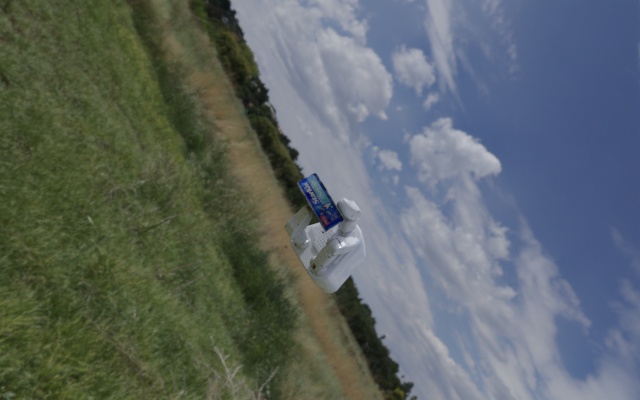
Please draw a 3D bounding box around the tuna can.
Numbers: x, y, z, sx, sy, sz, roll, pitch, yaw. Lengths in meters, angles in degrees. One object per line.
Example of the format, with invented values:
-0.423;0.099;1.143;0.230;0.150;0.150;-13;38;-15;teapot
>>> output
0.001;0.002;0.711;0.034;0.086;0.086;-31;0;0;tuna can
